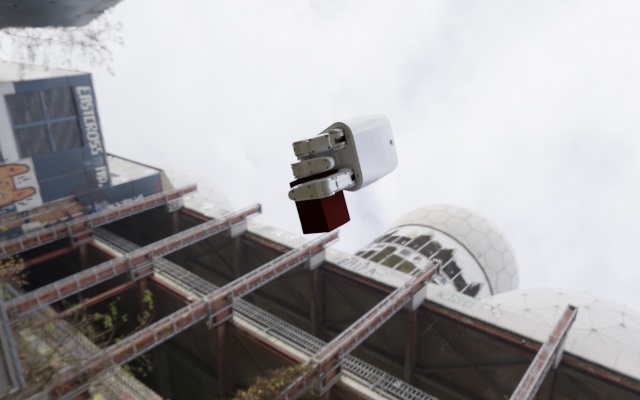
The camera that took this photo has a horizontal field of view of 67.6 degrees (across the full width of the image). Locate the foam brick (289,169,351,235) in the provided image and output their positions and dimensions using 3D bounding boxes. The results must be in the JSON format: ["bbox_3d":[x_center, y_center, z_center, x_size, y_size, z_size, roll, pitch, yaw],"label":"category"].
[{"bbox_3d":[0.000,0.002,0.664,0.053,0.078,0.051,-6,13,42],"label":"foam brick"}]
